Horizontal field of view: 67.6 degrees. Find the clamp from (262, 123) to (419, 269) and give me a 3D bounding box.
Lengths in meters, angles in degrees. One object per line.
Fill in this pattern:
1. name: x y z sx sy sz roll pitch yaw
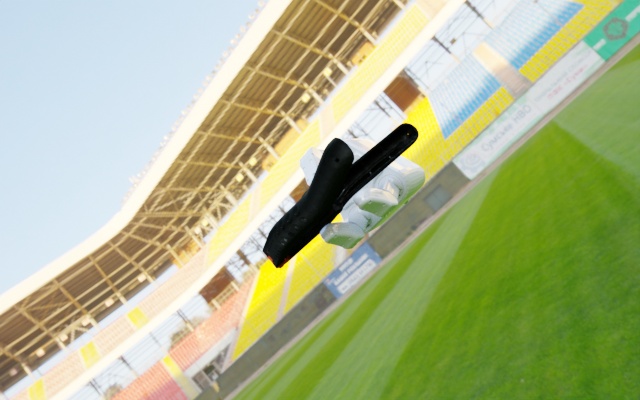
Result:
1. clamp: -0.001 0.001 0.480 0.210 0.036 0.164 -46 -14 25
